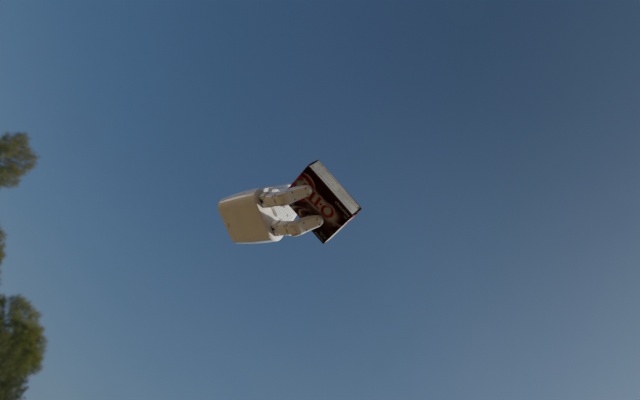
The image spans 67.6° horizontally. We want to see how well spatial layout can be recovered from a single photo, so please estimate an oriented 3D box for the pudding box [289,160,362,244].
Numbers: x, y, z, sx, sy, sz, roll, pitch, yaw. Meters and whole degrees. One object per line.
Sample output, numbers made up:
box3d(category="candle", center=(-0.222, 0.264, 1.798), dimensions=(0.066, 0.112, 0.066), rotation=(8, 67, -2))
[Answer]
box3d(category="pudding box", center=(0.000, 0.003, 0.799), dimensions=(0.090, 0.113, 0.039), rotation=(-47, -5, 41))
